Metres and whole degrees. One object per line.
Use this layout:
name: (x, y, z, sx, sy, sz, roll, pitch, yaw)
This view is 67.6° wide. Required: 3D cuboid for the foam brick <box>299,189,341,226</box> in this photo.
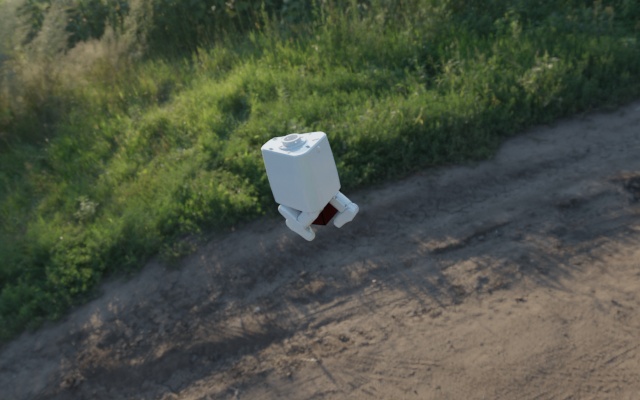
foam brick: (0.000, 0.003, 0.882, 0.053, 0.051, 0.078, 4, 34, 30)
